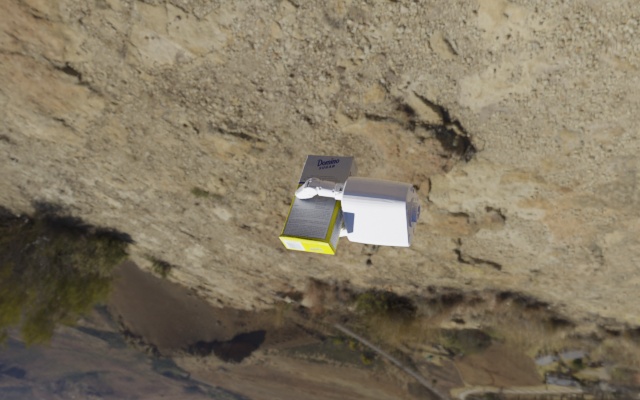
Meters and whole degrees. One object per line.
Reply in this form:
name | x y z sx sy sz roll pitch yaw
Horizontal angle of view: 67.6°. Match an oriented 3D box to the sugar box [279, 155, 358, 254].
sugar box | 0.000 0.003 0.836 0.093 0.176 0.048 5 -32 23
